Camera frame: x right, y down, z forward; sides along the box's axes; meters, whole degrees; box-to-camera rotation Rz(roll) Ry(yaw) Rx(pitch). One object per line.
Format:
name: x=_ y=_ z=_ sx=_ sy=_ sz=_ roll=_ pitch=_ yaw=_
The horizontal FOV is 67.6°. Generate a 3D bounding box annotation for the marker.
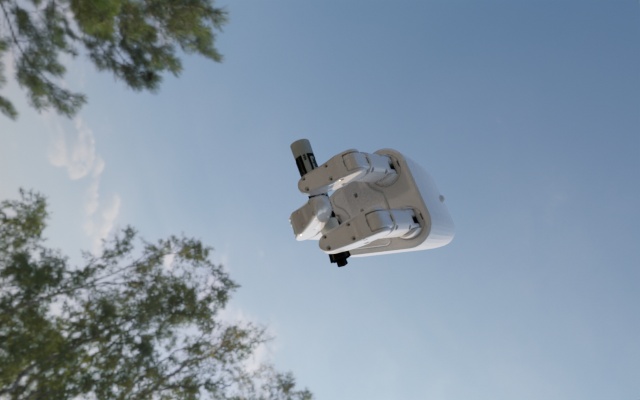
marker: x=0.000 y=0.001 z=0.426 sx=0.020 sy=0.121 sz=0.020 roll=-18 pitch=-17 yaw=-6
